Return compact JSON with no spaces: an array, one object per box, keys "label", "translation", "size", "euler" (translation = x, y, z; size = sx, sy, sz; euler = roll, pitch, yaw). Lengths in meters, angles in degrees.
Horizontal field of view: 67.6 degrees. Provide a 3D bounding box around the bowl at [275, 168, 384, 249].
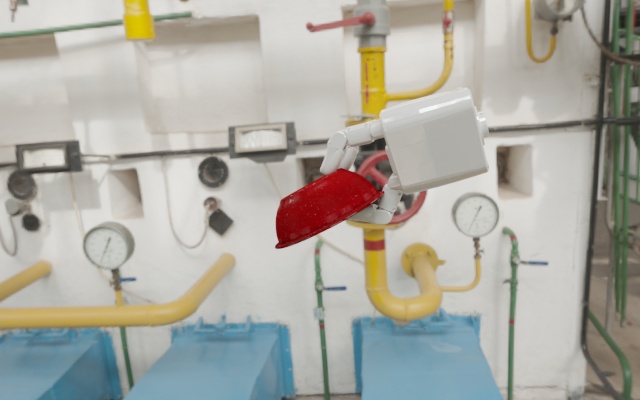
[{"label":"bowl","translation":[-0.001,0.002,0.627],"size":[0.162,0.055,0.162],"euler":[-28,4,2]}]
